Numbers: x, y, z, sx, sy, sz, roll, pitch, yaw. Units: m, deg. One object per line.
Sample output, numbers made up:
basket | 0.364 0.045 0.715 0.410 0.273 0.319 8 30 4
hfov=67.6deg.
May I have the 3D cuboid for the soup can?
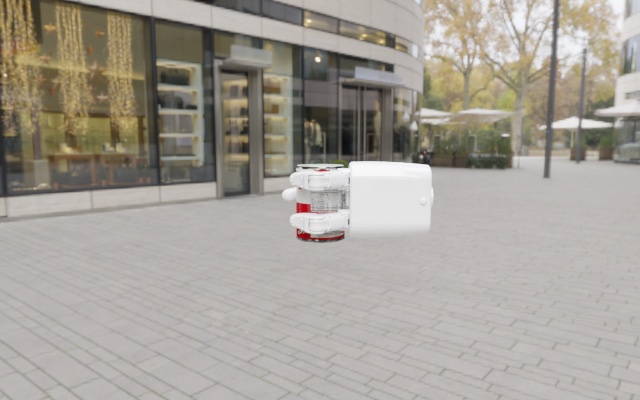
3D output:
soup can | 0.000 0.002 0.659 0.068 0.102 0.068 0 7 0
